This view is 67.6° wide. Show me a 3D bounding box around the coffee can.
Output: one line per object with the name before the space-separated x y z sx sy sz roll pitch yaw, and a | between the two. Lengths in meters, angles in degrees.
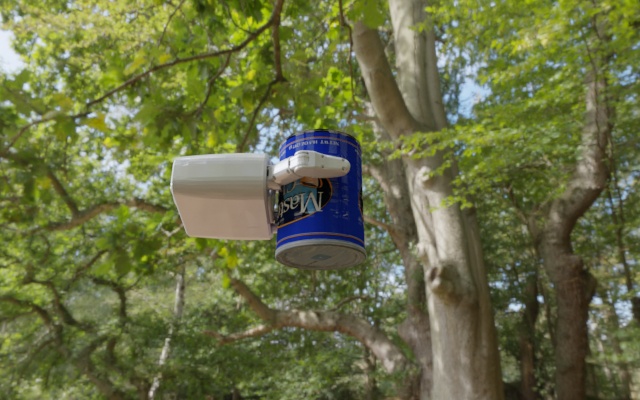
coffee can | 0.000 0.002 0.565 0.103 0.140 0.103 0 -23 0
